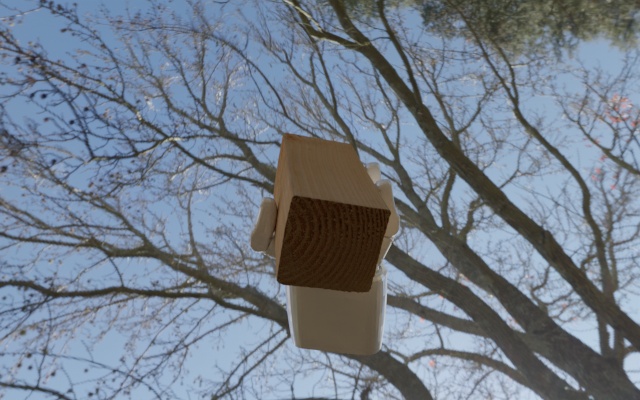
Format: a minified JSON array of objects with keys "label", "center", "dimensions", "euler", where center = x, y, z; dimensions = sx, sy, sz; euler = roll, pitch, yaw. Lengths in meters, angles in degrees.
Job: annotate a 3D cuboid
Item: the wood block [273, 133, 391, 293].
[{"label":"wood block","center":[0.000,0.002,0.516],"dimensions":[0.091,0.090,0.206],"euler":[8,22,-10]}]
